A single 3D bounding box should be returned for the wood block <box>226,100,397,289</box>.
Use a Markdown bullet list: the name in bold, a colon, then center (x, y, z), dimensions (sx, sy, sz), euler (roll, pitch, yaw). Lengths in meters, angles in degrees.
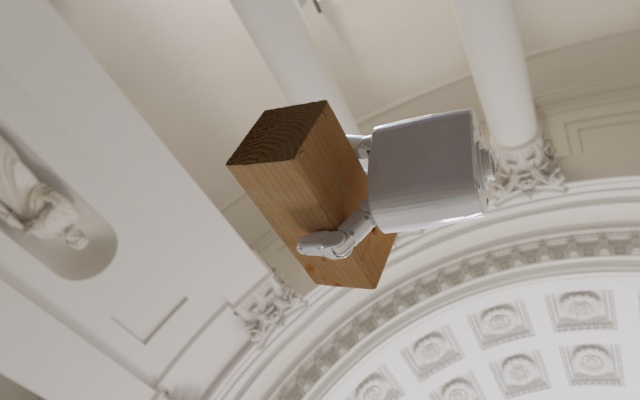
- **wood block**: center (0.000, 0.002, 0.536), dimensions (0.090, 0.090, 0.206), euler (-1, -44, 35)
